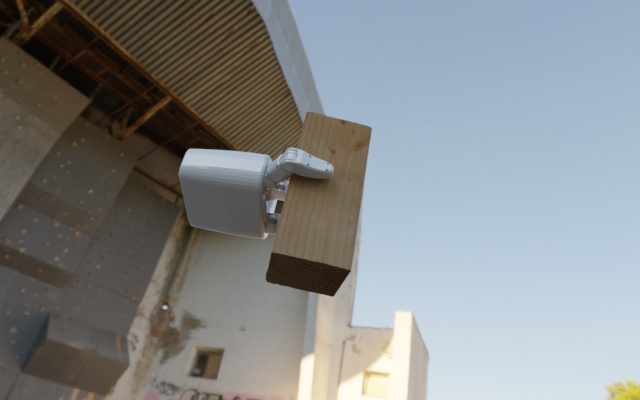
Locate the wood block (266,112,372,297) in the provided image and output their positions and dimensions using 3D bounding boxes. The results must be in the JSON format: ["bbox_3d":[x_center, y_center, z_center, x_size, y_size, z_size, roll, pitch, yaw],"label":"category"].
[{"bbox_3d":[0.000,0.002,0.601,0.090,0.206,0.091,14,-31,-4],"label":"wood block"}]
